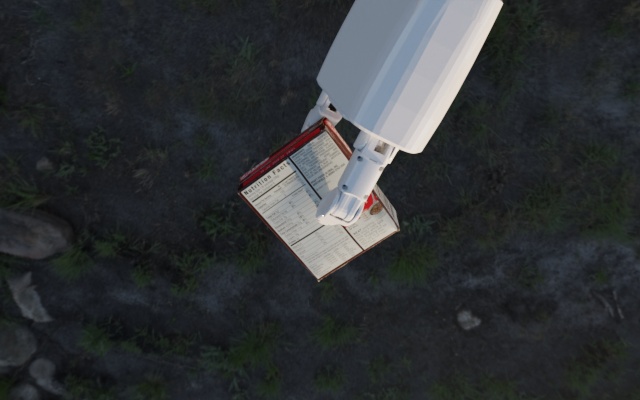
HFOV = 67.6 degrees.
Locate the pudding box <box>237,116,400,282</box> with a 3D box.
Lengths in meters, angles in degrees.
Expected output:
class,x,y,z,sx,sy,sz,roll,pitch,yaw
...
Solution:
class,x,y,z,sx,sy,sz,roll,pitch,yaw
pudding box,0.000,0.001,0.401,0.090,0.113,0.039,-34,21,14
